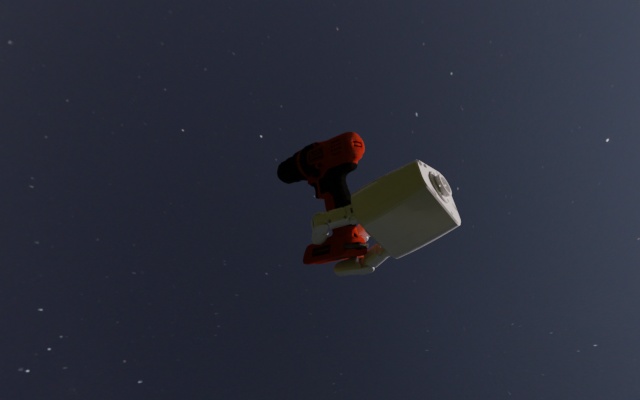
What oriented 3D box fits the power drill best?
[{"bbox_3d":[0.000,0.003,0.745,0.057,0.187,0.184,0,-12,-41],"label":"power drill"}]
